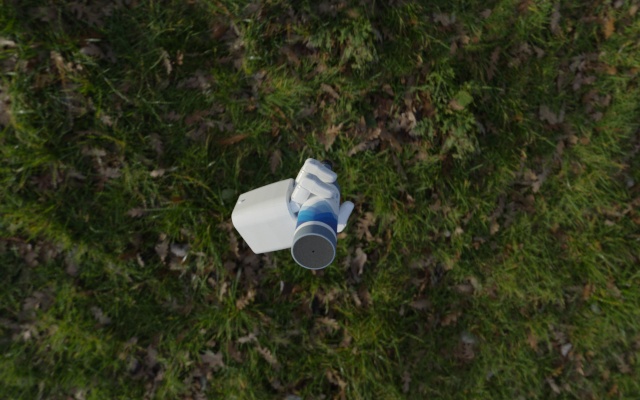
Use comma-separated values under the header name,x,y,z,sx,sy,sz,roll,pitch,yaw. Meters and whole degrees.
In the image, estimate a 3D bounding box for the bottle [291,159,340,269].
name,x,y,z,sx,sy,sz,roll,pitch,yaw
bottle,0.000,0.003,0.835,0.069,0.069,0.295,0,30,5
